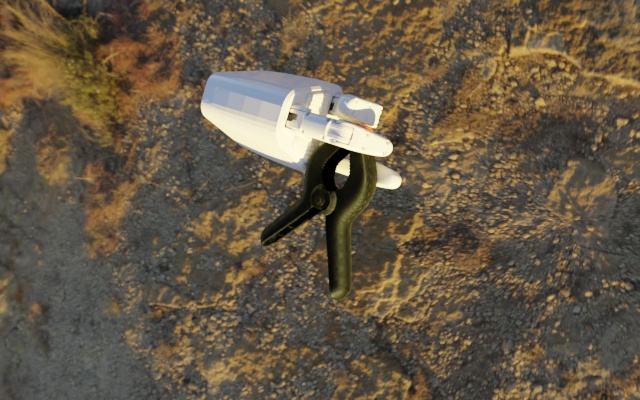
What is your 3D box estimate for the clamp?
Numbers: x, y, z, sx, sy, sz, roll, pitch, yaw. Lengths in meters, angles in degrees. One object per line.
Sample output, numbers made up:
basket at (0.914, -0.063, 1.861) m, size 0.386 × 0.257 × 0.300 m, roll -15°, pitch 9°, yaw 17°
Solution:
clamp at (0.000, 0.001, 0.487) m, size 0.120 × 0.171 × 0.039 m, roll 21°, pitch 8°, yaw 27°
